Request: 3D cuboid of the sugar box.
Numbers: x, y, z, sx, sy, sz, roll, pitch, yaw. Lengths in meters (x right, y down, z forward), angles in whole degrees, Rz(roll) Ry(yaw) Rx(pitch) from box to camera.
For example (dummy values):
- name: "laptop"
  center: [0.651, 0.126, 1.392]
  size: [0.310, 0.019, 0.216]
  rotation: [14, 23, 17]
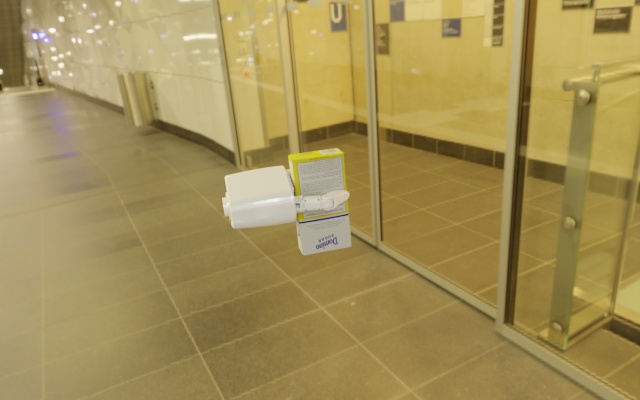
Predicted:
- name: "sugar box"
  center: [0.000, 0.003, 0.842]
  size: [0.093, 0.176, 0.048]
  rotation: [-9, 21, -12]
